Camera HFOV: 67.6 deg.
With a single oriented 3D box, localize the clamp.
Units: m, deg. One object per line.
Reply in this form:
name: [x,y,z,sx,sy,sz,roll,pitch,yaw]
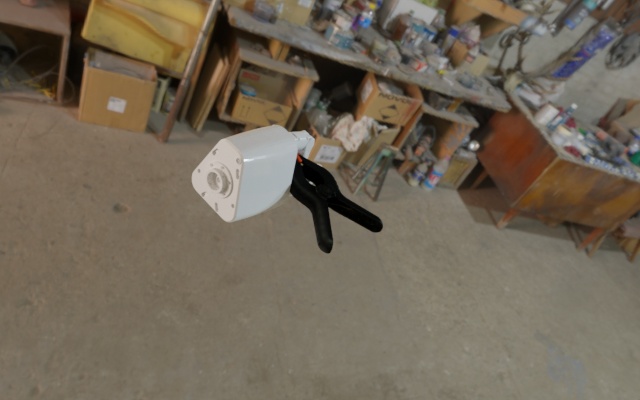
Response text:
clamp: [0.000,0.002,0.688,0.171,0.039,0.120,43,36,17]
